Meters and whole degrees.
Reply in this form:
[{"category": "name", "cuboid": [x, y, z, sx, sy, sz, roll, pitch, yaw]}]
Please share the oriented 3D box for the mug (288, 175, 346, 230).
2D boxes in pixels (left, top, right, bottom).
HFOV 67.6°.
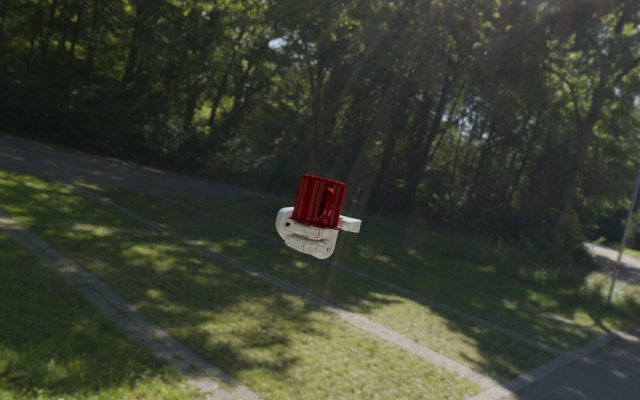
[{"category": "mug", "cuboid": [0.000, 0.003, 0.821, 0.093, 0.081, 0.117, 13, 0, -12]}]
